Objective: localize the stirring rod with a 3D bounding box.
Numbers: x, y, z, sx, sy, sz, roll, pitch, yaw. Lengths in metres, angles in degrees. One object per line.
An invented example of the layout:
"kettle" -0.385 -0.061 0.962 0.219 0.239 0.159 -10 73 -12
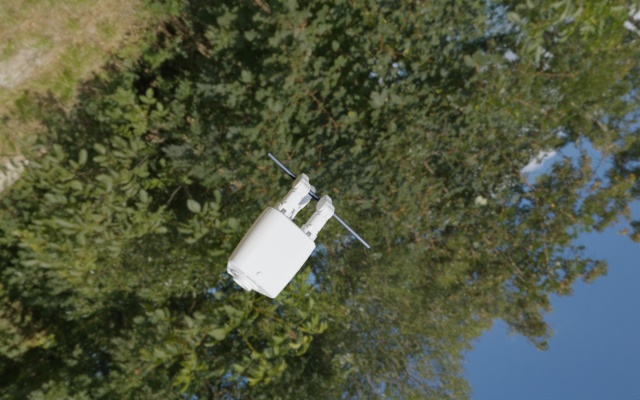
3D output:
"stirring rod" 0.000 0.003 0.811 0.239 0.011 0.011 43 -13 -15
